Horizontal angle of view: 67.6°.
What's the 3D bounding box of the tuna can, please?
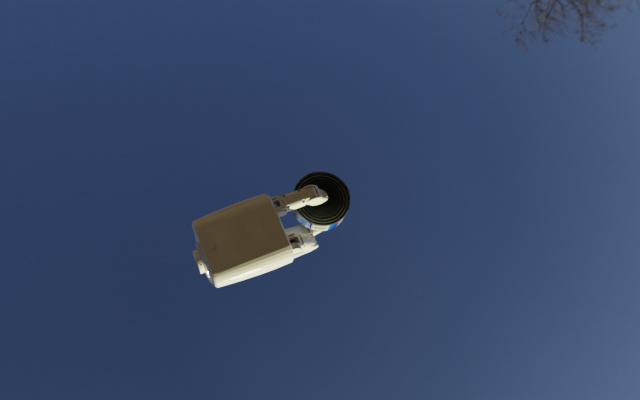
[{"bbox_3d":[0.000,0.003,0.715,0.086,0.086,0.034,0,-22,-9],"label":"tuna can"}]
